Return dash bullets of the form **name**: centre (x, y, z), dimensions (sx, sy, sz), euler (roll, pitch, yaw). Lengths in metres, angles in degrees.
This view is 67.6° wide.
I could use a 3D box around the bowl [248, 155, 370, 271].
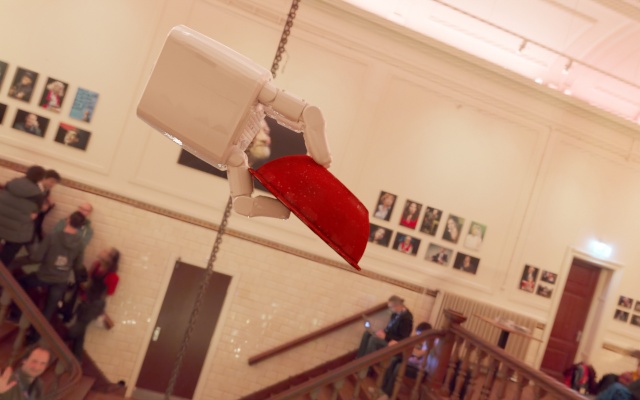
- **bowl**: centre (0.001, 0.002, 0.512), dimensions (0.162, 0.055, 0.162), euler (43, -2, 1)
